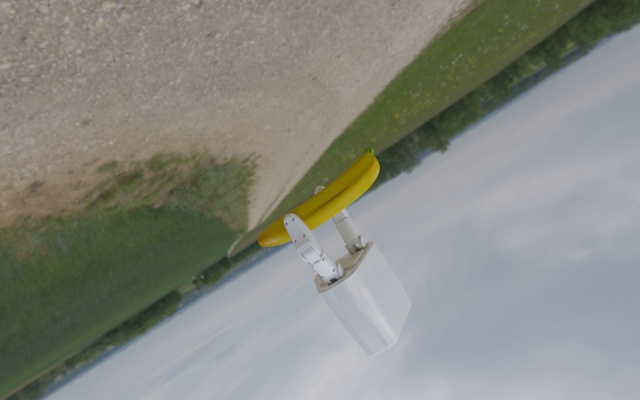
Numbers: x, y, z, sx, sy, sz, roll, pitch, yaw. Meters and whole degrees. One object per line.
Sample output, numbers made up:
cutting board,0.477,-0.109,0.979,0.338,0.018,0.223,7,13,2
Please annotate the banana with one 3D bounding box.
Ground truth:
banana,0.007,0.001,0.603,0.198,0.037,0.069,-38,10,-10
